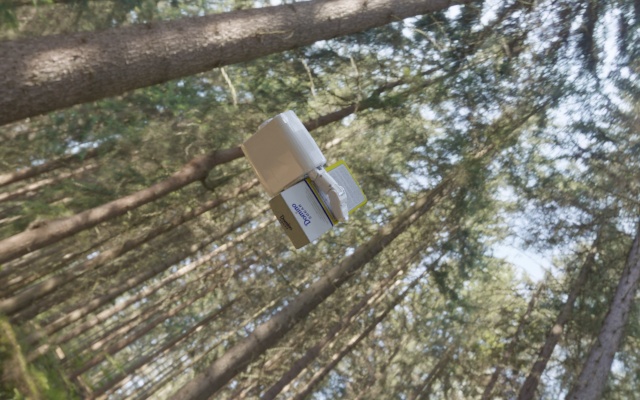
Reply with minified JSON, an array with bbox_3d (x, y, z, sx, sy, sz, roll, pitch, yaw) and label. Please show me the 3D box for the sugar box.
[{"bbox_3d":[0.000,0.003,0.812,0.176,0.093,0.048,-31,0,-44],"label":"sugar box"}]
